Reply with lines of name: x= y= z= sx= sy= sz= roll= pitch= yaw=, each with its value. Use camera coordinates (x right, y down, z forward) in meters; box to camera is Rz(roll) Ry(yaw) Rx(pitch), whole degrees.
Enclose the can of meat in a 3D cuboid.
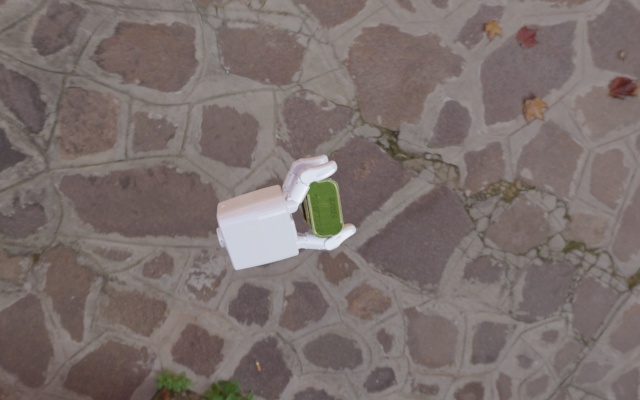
can of meat: x=0.000 y=0.003 z=0.779 sx=0.057 sy=0.102 sz=0.084 roll=-11 pitch=17 yaw=-7
